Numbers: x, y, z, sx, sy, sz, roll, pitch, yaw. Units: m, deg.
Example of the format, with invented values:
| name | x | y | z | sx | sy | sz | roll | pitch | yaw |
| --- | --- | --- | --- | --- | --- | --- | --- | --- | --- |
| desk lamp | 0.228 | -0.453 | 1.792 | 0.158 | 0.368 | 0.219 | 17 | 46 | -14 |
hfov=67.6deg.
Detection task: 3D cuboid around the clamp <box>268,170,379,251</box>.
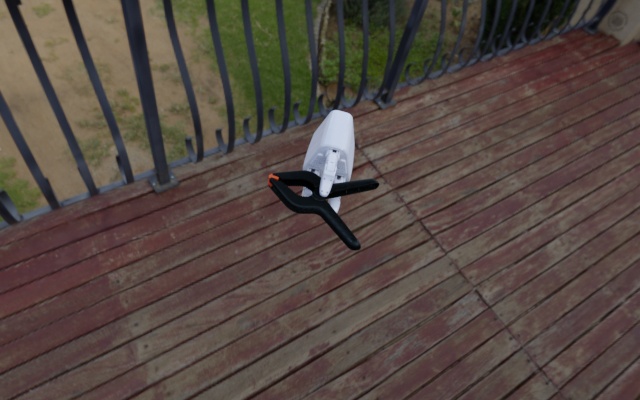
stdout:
| name | x | y | z | sx | sy | sz | roll | pitch | yaw |
| --- | --- | --- | --- | --- | --- | --- | --- | --- | --- |
| clamp | 0.000 | 0.002 | 0.887 | 0.210 | 0.164 | 0.036 | 14 | -37 | -2 |
